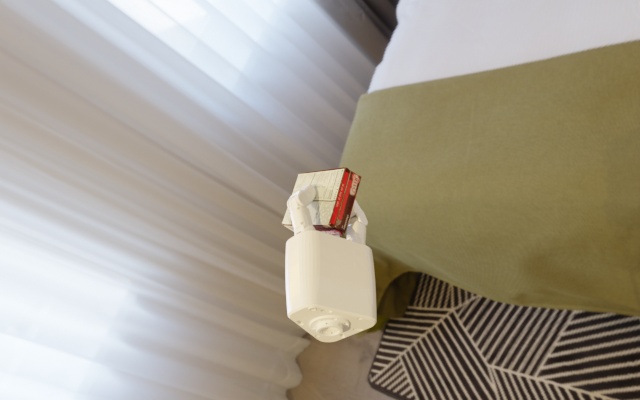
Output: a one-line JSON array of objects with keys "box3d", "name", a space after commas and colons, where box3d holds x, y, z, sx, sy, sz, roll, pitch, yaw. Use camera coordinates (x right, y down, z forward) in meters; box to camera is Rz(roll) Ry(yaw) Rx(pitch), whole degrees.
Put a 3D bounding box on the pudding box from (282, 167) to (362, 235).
[{"box3d": [0.000, 0.002, 0.694, 0.039, 0.090, 0.113, 31, -21, -37], "name": "pudding box"}]
